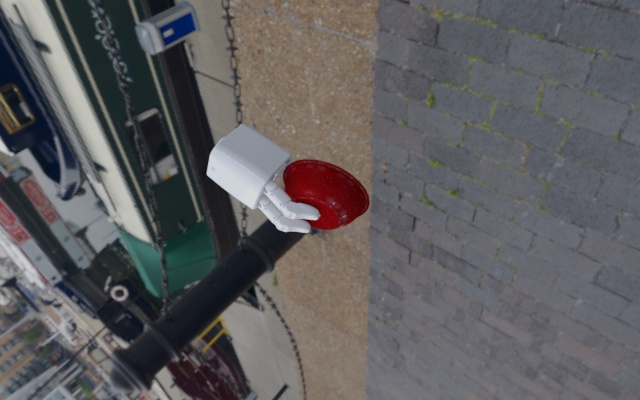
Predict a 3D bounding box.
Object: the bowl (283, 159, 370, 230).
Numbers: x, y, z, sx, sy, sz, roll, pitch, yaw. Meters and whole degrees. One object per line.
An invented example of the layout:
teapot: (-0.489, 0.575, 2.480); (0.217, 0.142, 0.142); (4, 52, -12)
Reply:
bowl: (0.001, 0.003, 0.822); (0.162, 0.055, 0.162); (17, -32, 11)
